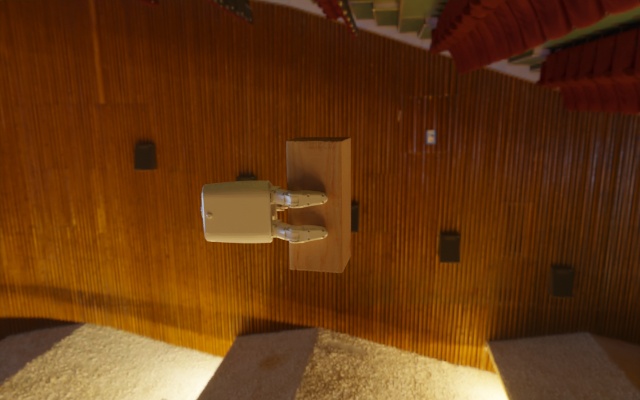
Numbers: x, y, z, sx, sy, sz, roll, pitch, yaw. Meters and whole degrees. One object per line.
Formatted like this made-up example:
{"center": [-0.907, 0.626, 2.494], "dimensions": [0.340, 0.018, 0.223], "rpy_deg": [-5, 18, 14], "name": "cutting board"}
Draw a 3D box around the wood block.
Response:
{"center": [0.000, 0.003, 0.778], "dimensions": [0.090, 0.206, 0.091], "rpy_deg": [2, 12, 12], "name": "wood block"}
